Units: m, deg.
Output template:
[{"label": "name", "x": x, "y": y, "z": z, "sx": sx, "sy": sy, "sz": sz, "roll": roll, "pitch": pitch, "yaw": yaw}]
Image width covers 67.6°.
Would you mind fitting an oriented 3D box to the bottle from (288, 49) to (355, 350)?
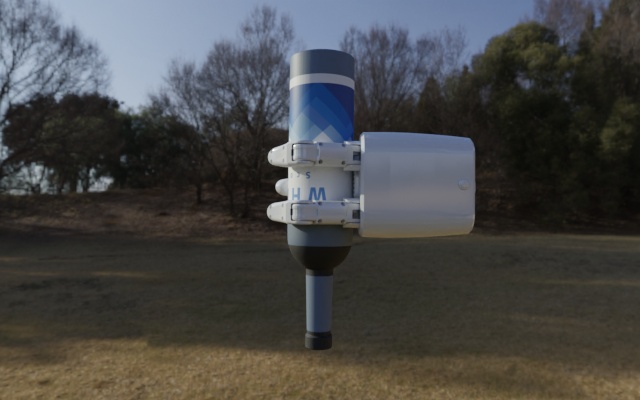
[{"label": "bottle", "x": 0.000, "y": 0.001, "z": 0.489, "sx": 0.069, "sy": 0.295, "sz": 0.069, "roll": 1, "pitch": -2, "yaw": 0}]
